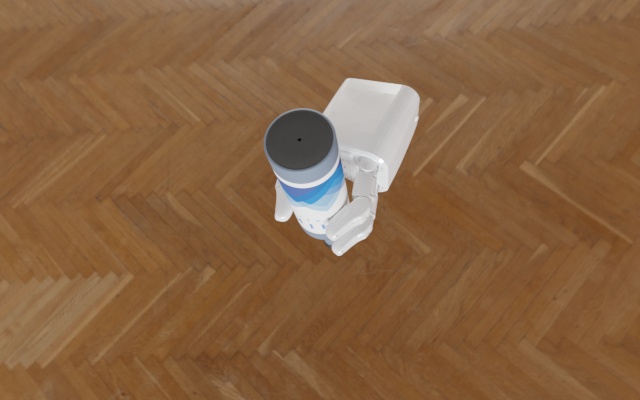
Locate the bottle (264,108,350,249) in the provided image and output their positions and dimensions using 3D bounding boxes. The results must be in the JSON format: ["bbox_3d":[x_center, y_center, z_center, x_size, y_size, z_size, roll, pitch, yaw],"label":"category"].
[{"bbox_3d":[0.000,0.002,0.563,0.069,0.069,0.296,0,-23,8],"label":"bottle"}]
